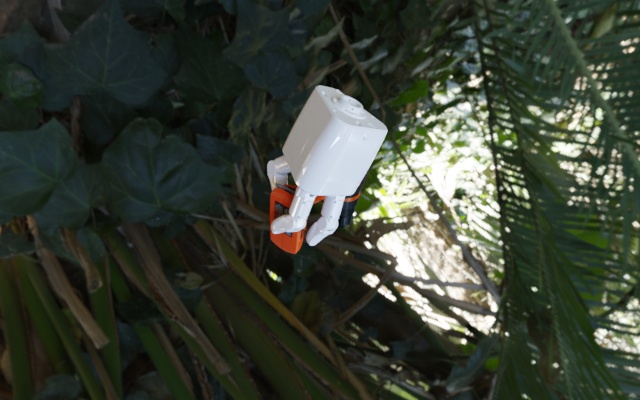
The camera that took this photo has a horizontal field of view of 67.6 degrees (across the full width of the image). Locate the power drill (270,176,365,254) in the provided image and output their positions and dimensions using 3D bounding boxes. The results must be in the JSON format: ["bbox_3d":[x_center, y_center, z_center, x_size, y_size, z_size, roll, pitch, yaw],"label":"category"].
[{"bbox_3d":[0.000,0.002,0.753,0.057,0.185,0.187,25,42,26],"label":"power drill"}]
